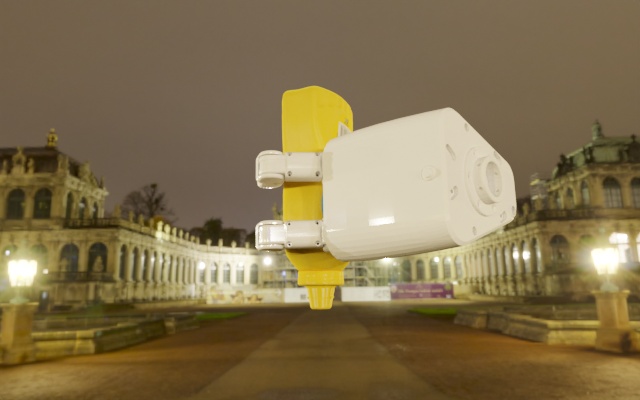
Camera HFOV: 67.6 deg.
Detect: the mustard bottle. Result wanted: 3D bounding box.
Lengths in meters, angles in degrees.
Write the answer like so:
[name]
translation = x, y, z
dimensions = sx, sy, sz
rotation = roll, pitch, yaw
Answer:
[mustard bottle]
translation = 0.000, 0.001, 0.438
dimensions = 0.058, 0.191, 0.096
rotation = -5, -11, 20
